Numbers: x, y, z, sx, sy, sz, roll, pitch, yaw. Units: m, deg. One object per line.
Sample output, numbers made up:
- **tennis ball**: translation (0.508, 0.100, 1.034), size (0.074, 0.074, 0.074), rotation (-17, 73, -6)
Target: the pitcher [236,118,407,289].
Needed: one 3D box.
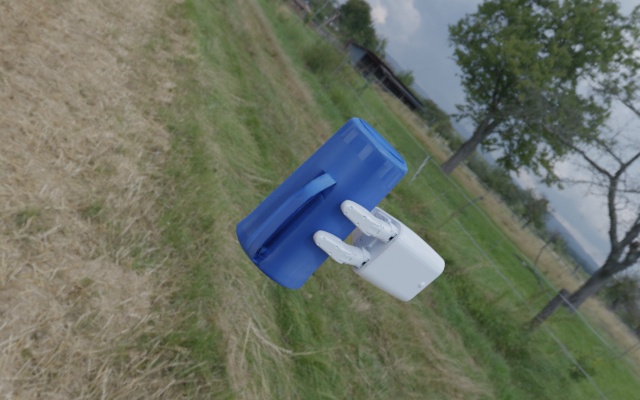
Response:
- **pitcher**: translation (0.000, 0.002, 0.674), size (0.145, 0.243, 0.149), rotation (37, 16, -28)
